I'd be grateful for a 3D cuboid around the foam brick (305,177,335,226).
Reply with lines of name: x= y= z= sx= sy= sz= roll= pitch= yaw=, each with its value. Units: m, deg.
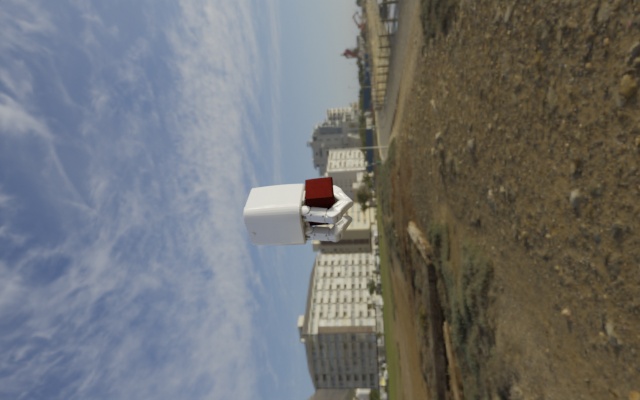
foam brick: x=0.000 y=0.003 z=0.888 sx=0.051 sy=0.053 sz=0.078 roll=-4 pitch=-44 yaw=4
